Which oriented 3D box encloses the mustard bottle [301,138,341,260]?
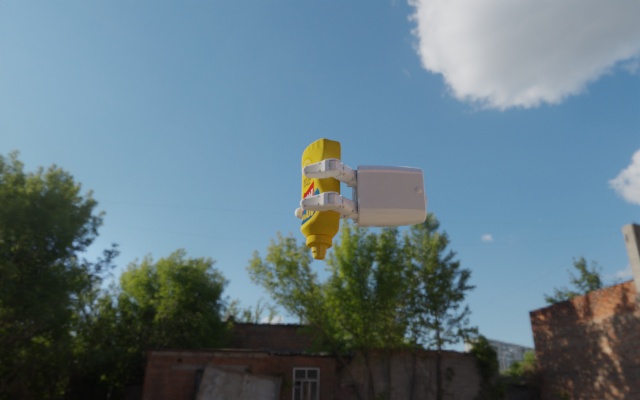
[{"bbox_3d":[0.000,0.002,0.778,0.058,0.191,0.096,11,-25,-22],"label":"mustard bottle"}]
